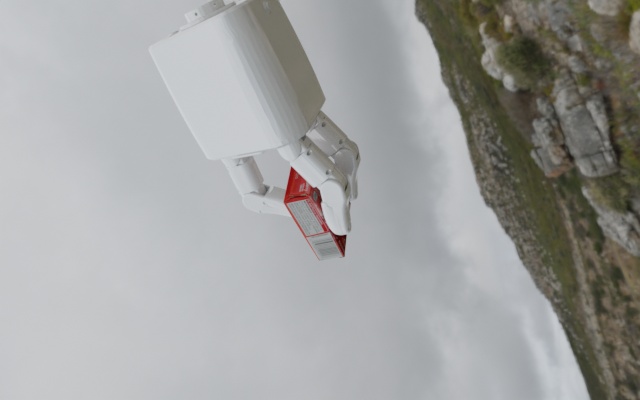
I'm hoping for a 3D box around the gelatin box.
[{"bbox_3d":[0.000,0.002,0.455,0.030,0.073,0.089,-11,-48,20],"label":"gelatin box"}]
